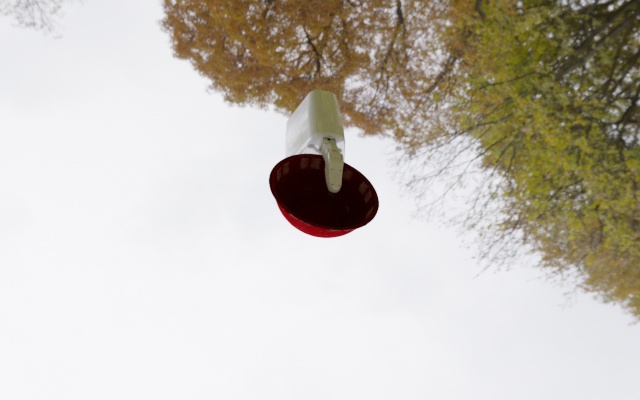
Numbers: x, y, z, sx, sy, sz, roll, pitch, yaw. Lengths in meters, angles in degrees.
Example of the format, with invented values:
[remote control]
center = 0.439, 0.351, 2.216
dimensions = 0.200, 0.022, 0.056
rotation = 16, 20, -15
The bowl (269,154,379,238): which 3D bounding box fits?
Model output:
[bowl]
center = 0.000, 0.003, 0.688
dimensions = 0.162, 0.055, 0.162
rotation = 12, 40, -10
